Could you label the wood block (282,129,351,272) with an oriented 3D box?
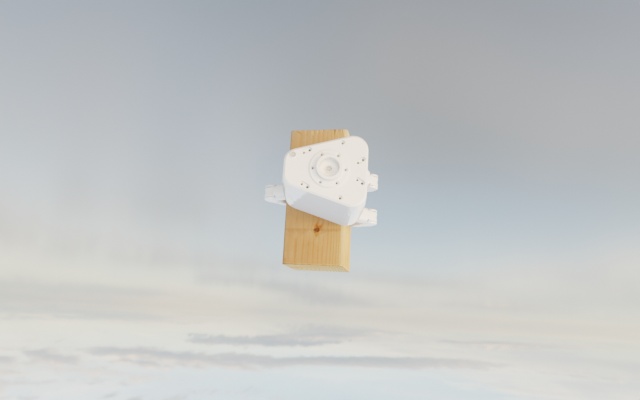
[{"bbox_3d":[0.000,0.002,0.743,0.091,0.206,0.090,1,-14,11],"label":"wood block"}]
